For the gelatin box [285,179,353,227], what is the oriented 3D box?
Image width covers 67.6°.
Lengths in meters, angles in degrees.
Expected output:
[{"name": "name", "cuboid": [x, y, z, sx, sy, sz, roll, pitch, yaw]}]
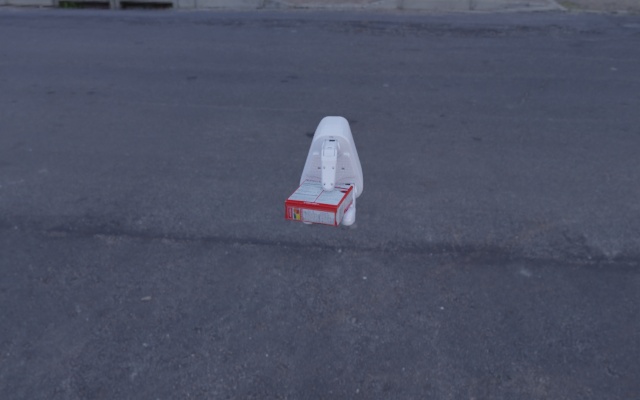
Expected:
[{"name": "gelatin box", "cuboid": [0.000, 0.002, 0.658, 0.073, 0.030, 0.089, 7, 24, 16]}]
